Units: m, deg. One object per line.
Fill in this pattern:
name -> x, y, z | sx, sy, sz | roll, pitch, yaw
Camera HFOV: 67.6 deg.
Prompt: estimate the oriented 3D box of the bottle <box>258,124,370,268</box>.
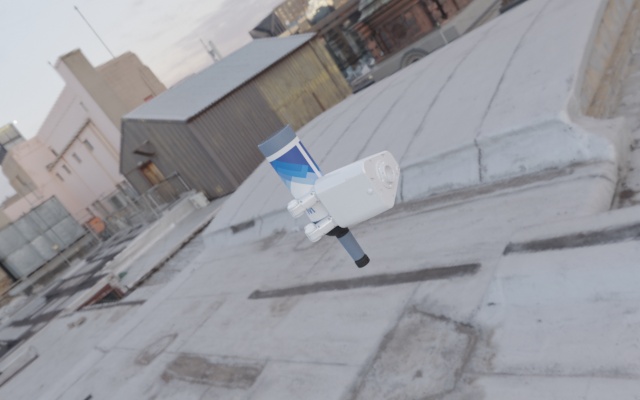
bottle -> 0.000, 0.003, 0.866 | 0.069, 0.296, 0.069 | -33, 15, 10
